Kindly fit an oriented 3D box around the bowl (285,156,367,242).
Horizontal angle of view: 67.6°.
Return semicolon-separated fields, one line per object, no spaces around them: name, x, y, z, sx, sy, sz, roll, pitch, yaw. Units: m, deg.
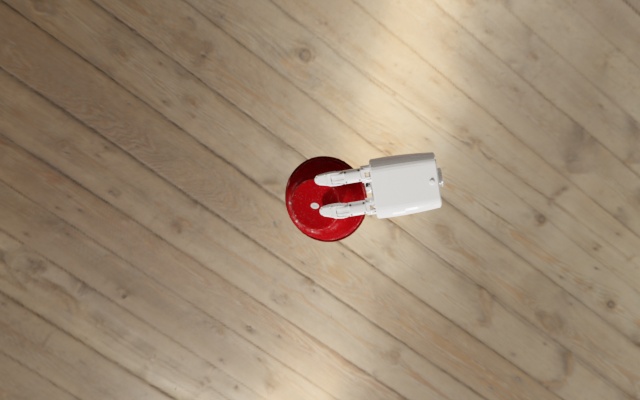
bowl;-0.001;0.003;0.857;0.162;0.162;0.055;0;10;20
